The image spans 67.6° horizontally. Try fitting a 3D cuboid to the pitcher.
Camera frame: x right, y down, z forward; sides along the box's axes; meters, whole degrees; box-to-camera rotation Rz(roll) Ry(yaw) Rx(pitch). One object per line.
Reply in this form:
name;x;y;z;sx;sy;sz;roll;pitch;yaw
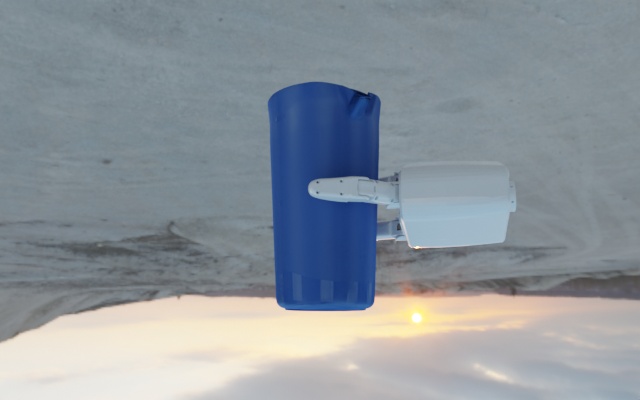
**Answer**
pitcher;0.000;0.002;0.551;0.145;0.242;0.149;-2;-11;13
